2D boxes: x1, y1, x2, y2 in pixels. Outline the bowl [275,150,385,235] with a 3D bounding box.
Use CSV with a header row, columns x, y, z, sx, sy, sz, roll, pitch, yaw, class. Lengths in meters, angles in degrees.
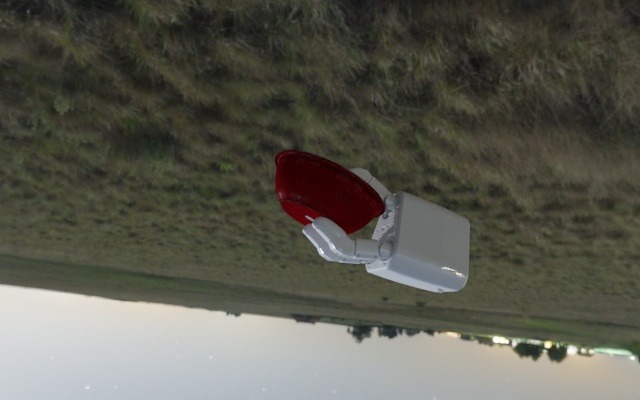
x,y,z,sx,sy,sz,roll,pitch,yaw,class
-0.001,0.002,0.625,0.162,0.055,0.162,25,-18,9,bowl
